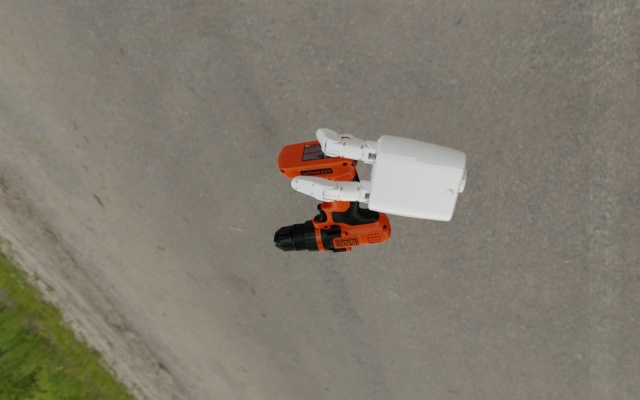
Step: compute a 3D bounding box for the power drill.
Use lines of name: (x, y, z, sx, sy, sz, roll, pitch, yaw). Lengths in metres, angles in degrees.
power drill: (0.000, 0.002, 0.692, 0.184, 0.057, 0.188, -9, -46, 11)
